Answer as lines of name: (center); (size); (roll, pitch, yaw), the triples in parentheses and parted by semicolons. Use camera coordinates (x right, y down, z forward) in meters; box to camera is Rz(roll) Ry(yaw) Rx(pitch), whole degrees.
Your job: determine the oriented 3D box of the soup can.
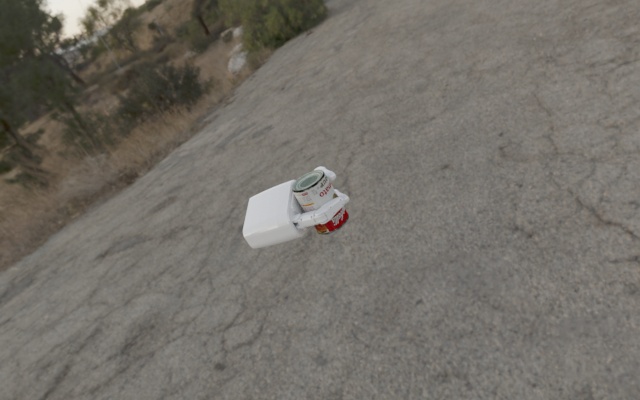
soup can: (0.000, 0.003, 0.875); (0.068, 0.102, 0.068); (-25, 25, 12)
